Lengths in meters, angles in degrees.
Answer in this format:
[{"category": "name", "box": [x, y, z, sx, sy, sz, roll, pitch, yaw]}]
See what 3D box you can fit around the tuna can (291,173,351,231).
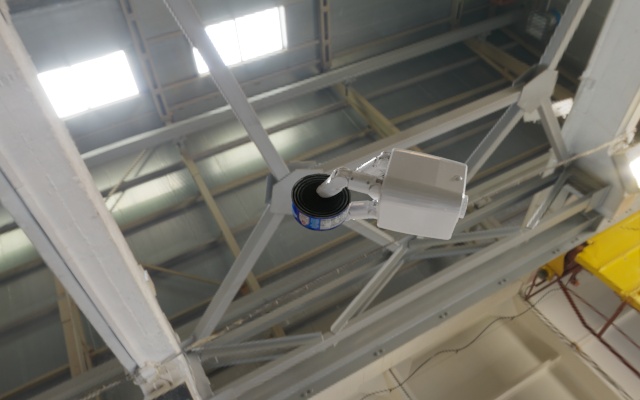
[{"category": "tuna can", "box": [0.000, 0.003, 0.692, 0.086, 0.086, 0.034, 0, -42, -4]}]
